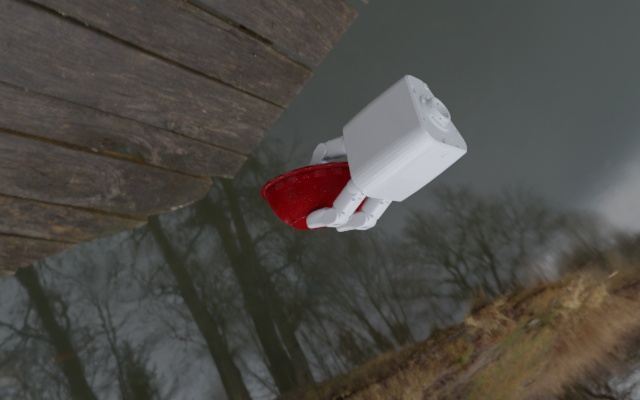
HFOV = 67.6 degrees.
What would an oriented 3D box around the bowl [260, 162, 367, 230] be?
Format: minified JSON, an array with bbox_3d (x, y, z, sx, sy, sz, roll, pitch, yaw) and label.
[{"bbox_3d":[0.000,0.003,0.665,0.162,0.055,0.162,-10,-16,-3],"label":"bowl"}]
